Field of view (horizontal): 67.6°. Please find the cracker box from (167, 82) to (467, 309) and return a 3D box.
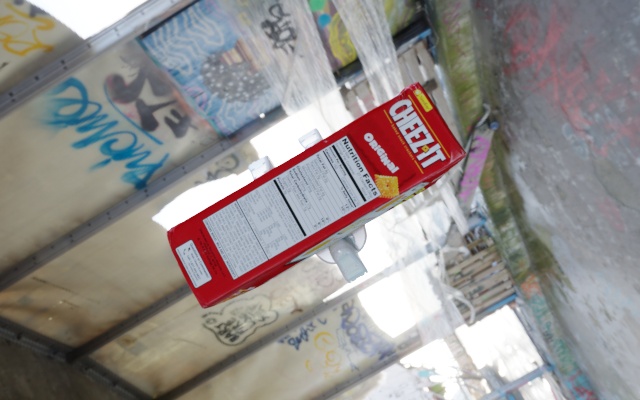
[{"bbox_3d":[0.000,0.002,0.408,0.214,0.072,0.164,-31,-7,3],"label":"cracker box"}]
